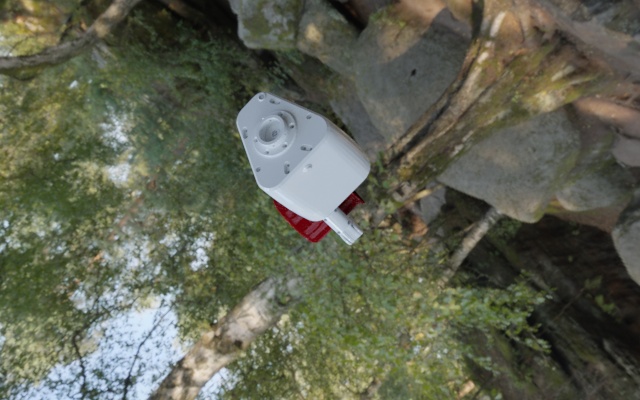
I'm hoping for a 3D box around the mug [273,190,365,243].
[{"bbox_3d":[0.001,0.003,0.613,0.093,0.081,0.117,49,7,30],"label":"mug"}]
